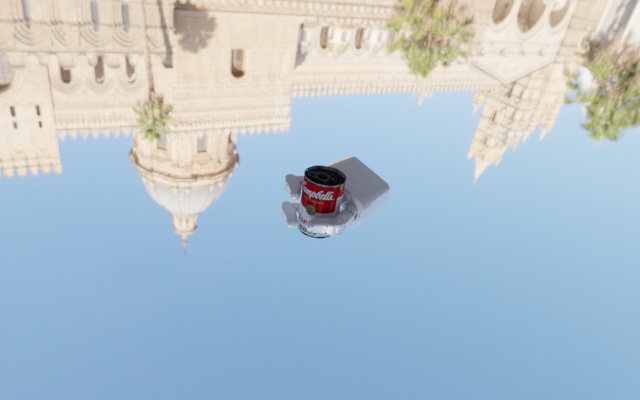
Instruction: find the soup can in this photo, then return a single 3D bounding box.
[{"bbox_3d":[0.000,0.003,0.783,0.068,0.102,0.068,7,31,-4],"label":"soup can"}]
